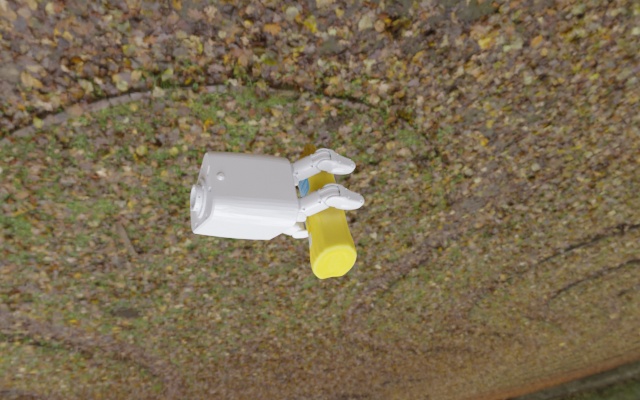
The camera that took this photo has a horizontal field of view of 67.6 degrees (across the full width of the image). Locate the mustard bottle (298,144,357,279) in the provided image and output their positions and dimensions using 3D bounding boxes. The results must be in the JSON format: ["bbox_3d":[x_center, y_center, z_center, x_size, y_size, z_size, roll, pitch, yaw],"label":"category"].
[{"bbox_3d":[0.000,0.002,0.653,0.058,0.191,0.096,-8,-31,-8],"label":"mustard bottle"}]
